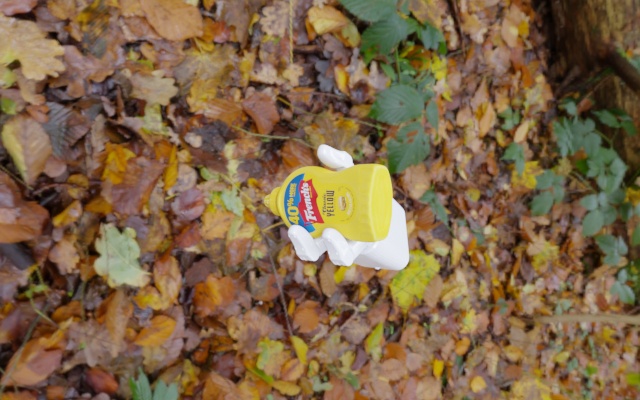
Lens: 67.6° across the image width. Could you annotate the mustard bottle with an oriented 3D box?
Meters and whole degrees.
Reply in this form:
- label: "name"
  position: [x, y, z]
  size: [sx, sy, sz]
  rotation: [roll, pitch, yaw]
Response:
- label: "mustard bottle"
  position: [0.000, 0.002, 0.637]
  size: [0.191, 0.096, 0.058]
  rotation: [1, 4, 38]
